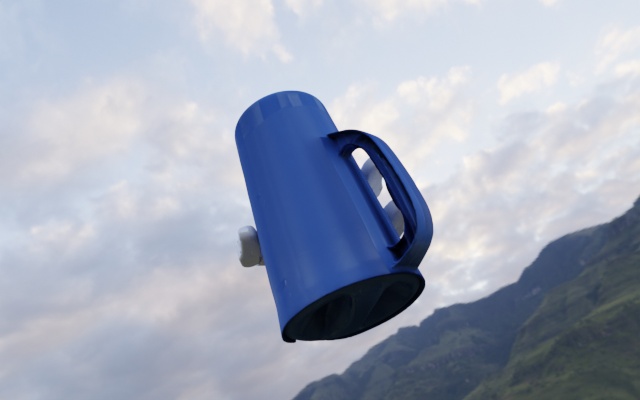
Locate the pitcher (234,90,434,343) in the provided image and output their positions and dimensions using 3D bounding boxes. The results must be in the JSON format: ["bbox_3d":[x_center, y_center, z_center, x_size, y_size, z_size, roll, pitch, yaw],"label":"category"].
[{"bbox_3d":[0.000,0.002,0.468,0.149,0.242,0.145,-20,-31,-4],"label":"pitcher"}]
